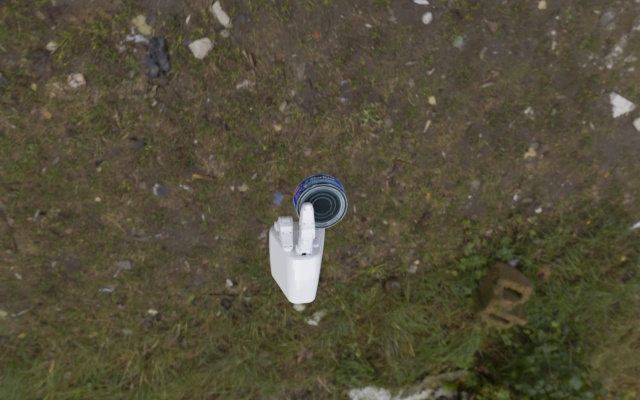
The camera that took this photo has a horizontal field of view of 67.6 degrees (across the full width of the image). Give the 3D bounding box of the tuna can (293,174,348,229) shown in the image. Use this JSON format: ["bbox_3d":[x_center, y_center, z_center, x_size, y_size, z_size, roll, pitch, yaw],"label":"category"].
[{"bbox_3d":[0.000,0.003,0.772,0.086,0.086,0.033,0,29,-10],"label":"tuna can"}]
